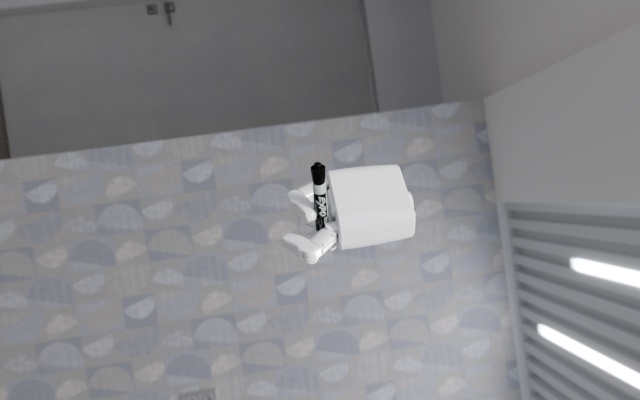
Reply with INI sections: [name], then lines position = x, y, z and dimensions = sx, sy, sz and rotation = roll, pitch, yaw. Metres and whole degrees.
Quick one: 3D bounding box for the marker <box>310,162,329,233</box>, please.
[marker]
position = 0.000, 0.002, 0.626
dimensions = 0.020, 0.121, 0.020
rotation = -3, 38, 2
